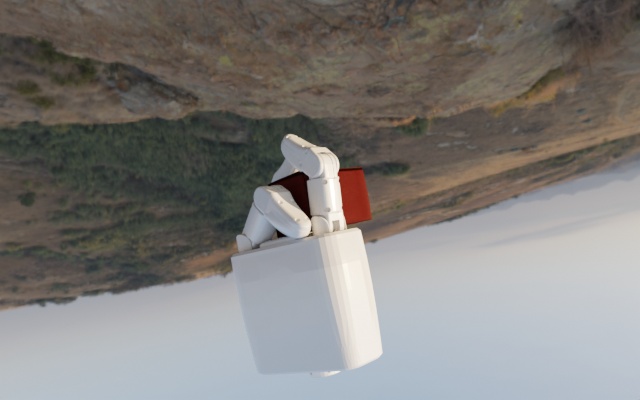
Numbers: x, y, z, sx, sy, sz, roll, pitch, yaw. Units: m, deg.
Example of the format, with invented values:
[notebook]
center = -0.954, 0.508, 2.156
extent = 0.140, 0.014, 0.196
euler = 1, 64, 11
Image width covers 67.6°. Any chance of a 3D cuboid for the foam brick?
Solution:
[foam brick]
center = 0.000, 0.001, 0.438
extent = 0.078, 0.051, 0.053
euler = -7, -8, -43
